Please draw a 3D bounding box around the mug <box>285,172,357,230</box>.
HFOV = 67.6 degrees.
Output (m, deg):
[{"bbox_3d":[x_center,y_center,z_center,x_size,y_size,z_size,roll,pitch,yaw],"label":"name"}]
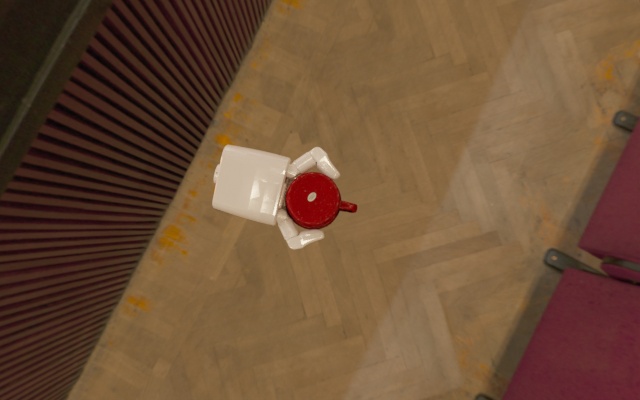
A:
[{"bbox_3d":[0.002,0.003,0.748,0.117,0.093,0.081,14,-3,0],"label":"mug"}]
